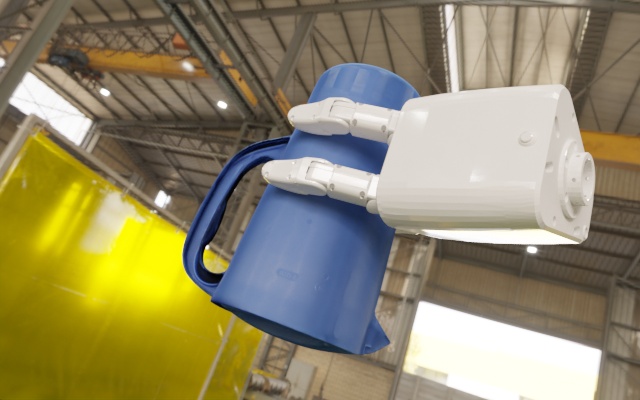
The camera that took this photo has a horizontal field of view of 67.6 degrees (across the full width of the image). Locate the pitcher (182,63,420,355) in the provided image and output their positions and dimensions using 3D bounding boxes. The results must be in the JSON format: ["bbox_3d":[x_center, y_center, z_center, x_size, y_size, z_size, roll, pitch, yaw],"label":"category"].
[{"bbox_3d":[0.000,0.001,0.424,0.145,0.242,0.149,1,-26,44],"label":"pitcher"}]
